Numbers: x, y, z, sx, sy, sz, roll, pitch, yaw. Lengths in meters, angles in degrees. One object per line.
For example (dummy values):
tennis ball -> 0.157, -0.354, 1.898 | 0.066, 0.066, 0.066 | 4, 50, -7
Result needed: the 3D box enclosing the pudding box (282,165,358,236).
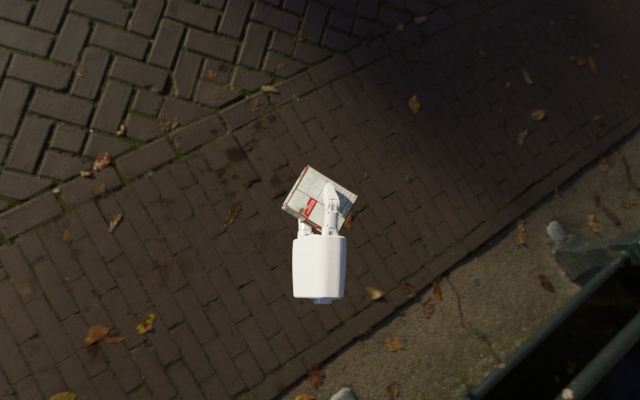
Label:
pudding box -> 0.000, 0.003, 0.874 | 0.113, 0.090, 0.039 | 32, -15, -9
